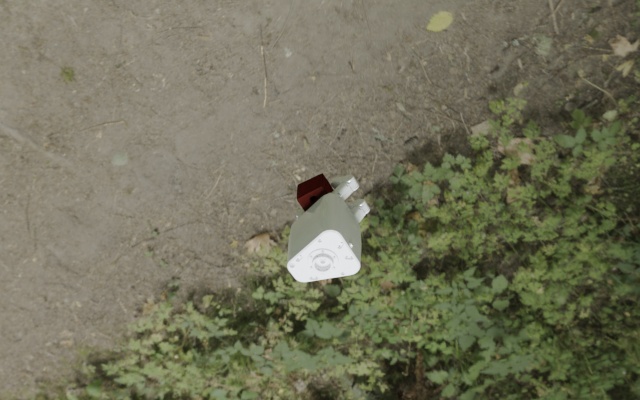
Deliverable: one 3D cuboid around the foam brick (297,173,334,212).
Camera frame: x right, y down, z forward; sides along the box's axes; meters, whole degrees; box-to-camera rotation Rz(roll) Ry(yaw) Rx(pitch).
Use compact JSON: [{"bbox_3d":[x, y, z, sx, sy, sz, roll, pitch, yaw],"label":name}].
[{"bbox_3d":[0.000,0.003,0.833,0.053,0.078,0.051,-27,26,15],"label":"foam brick"}]
